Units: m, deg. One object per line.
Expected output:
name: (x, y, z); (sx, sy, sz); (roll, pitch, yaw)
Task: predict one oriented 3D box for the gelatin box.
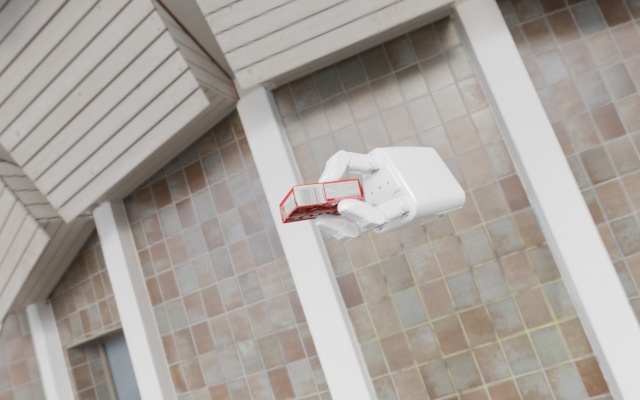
gelatin box: (0.000, 0.002, 0.598); (0.089, 0.030, 0.073); (-7, -15, -21)
